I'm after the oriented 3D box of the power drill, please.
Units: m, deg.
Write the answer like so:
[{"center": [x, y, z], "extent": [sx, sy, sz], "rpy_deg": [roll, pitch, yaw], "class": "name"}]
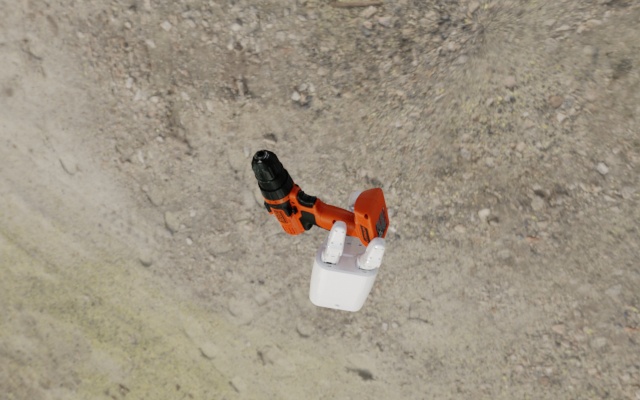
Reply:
[{"center": [0.001, 0.003, 0.697], "extent": [0.187, 0.057, 0.185], "rpy_deg": [14, -29, 25], "class": "power drill"}]
